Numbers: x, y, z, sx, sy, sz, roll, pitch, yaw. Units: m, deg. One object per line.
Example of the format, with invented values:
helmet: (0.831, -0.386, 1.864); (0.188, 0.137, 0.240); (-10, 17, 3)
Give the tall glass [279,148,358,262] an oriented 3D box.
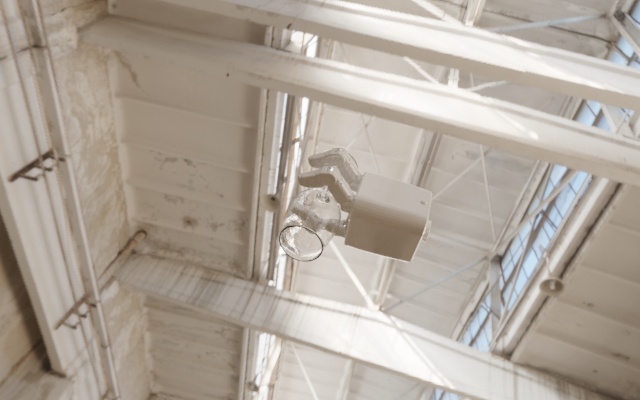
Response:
tall glass: (0.000, 0.002, 0.708); (0.079, 0.079, 0.201); (0, 34, 19)
